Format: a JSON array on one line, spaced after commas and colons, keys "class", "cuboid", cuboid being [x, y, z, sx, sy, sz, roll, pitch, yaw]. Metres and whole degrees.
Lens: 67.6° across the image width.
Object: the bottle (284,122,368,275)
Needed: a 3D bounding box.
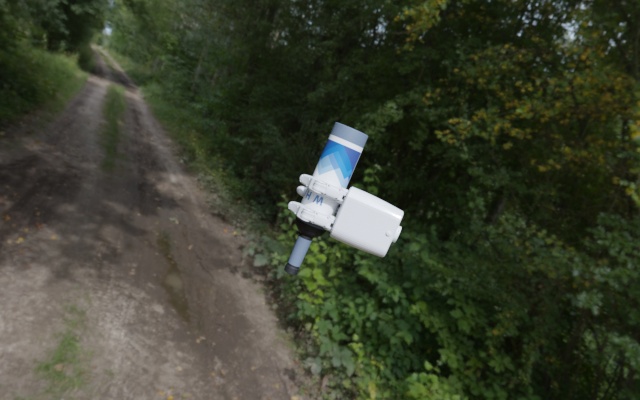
[{"class": "bottle", "cuboid": [0.000, 0.003, 0.897, 0.069, 0.296, 0.069, 23, 6, -3]}]
